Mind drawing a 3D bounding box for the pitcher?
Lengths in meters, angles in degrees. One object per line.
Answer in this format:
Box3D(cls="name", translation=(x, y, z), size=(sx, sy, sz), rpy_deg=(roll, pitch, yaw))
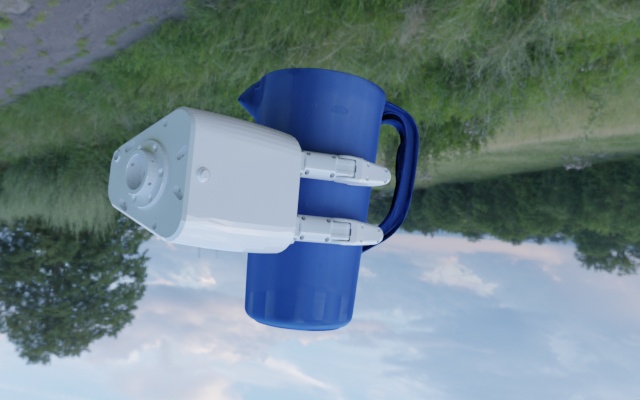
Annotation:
Box3D(cls="pitcher", translation=(0.000, 0.002, 0.485), size=(0.149, 0.243, 0.145), rpy_deg=(2, -6, 38))
